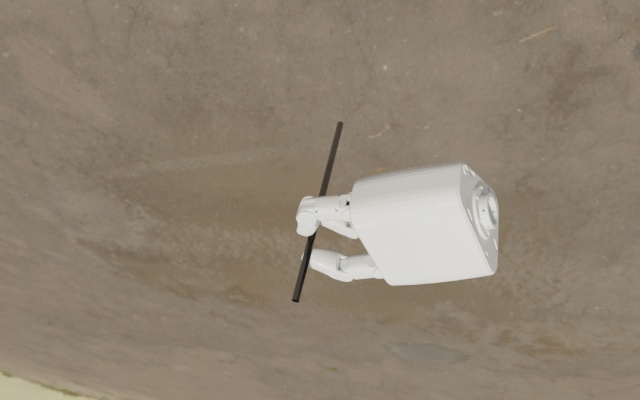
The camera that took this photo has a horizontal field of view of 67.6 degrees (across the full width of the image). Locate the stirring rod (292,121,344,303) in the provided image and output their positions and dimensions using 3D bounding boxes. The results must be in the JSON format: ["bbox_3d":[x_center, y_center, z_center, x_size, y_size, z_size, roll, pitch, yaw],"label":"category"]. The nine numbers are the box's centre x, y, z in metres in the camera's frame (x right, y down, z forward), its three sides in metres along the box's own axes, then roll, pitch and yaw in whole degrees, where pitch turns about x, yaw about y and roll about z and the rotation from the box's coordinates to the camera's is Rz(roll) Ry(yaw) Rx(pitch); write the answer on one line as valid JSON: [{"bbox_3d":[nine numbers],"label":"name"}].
[{"bbox_3d":[0.000,0.002,0.543,0.011,0.239,0.011,10,-32,6],"label":"stirring rod"}]
